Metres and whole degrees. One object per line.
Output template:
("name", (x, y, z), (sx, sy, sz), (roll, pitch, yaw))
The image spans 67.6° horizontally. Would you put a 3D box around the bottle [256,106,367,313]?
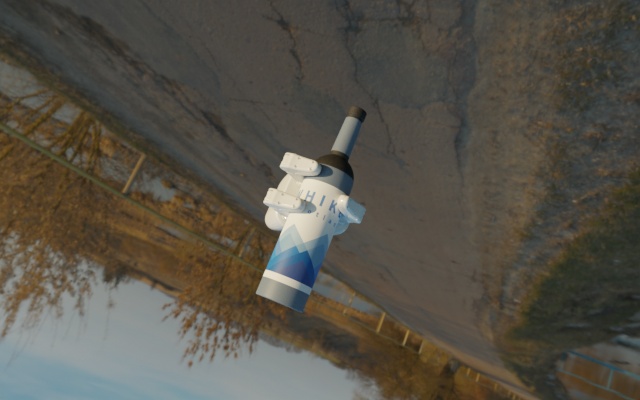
("bottle", (0.000, 0.002, 0.658), (0.069, 0.295, 0.069), (21, -14, 5))
